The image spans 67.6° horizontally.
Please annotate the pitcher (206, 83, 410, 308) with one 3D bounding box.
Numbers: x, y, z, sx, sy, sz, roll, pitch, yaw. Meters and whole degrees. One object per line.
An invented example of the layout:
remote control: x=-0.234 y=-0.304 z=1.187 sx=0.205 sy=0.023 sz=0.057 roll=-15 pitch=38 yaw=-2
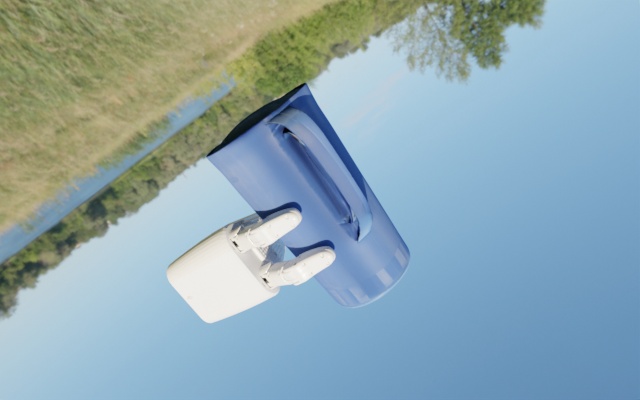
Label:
pitcher: x=0.000 y=0.002 z=0.531 sx=0.145 sy=0.243 sz=0.149 roll=-30 pitch=17 yaw=24
